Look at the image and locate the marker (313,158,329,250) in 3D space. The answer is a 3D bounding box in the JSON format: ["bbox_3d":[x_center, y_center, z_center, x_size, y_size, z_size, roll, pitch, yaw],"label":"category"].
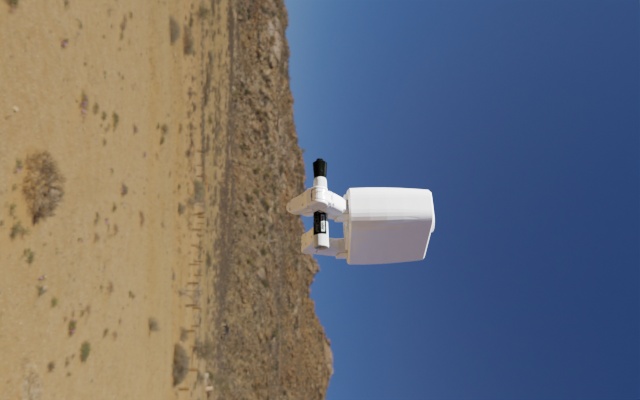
[{"bbox_3d":[0.000,0.002,0.600,0.020,0.121,0.020,-1,-23,0],"label":"marker"}]
